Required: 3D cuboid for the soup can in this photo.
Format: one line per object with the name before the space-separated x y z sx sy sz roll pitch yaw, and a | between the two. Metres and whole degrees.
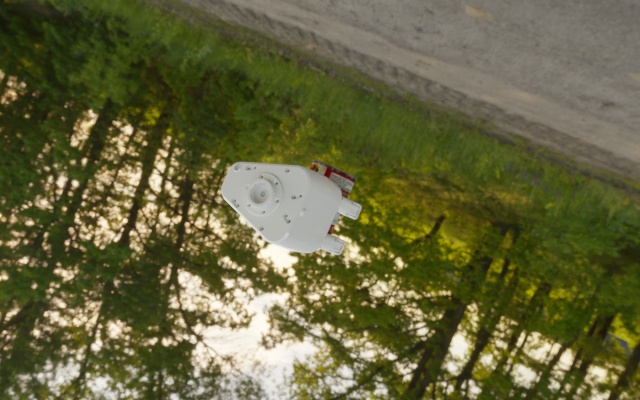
soup can | 0.000 0.003 0.681 0.068 0.102 0.068 24 -1 0
